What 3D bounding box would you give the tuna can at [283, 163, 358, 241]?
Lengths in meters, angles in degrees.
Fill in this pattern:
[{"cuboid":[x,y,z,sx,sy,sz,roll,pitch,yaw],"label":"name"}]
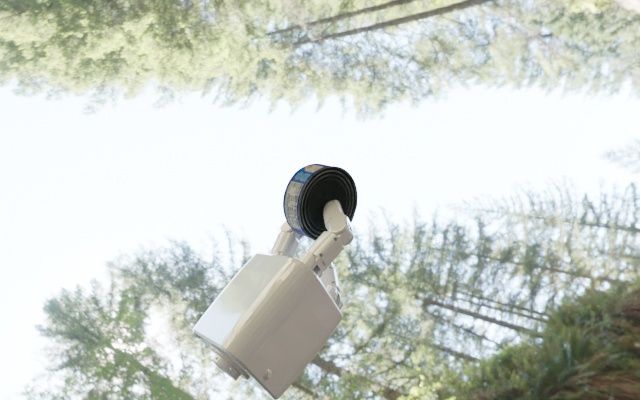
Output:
[{"cuboid":[0.000,0.002,0.537,0.086,0.086,0.033,0,11,-41],"label":"tuna can"}]
